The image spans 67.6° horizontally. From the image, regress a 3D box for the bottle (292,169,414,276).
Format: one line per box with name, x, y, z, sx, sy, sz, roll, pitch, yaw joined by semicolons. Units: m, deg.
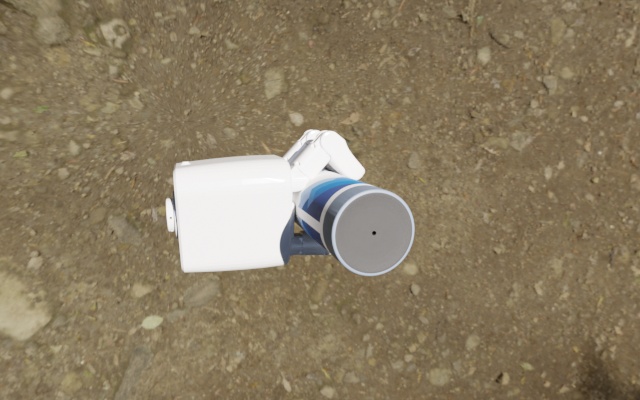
bottle;0.000;0.002;0.494;0.069;0.069;0.295;0;9;-16
